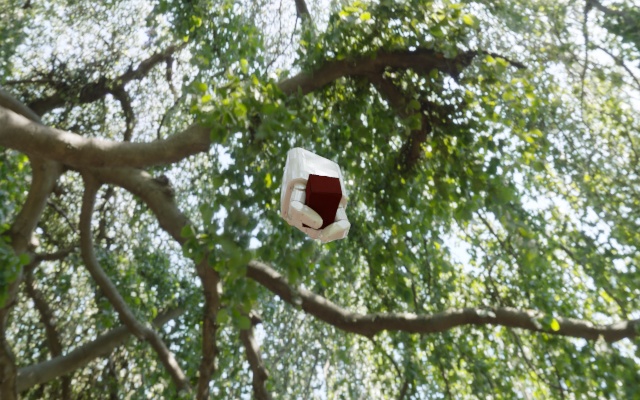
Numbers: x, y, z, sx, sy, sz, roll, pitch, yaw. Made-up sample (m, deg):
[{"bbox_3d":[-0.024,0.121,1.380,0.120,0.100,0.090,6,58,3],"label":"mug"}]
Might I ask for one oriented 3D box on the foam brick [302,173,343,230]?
[{"bbox_3d":[0.000,0.002,0.783,0.053,0.078,0.051,8,38,-11],"label":"foam brick"}]
